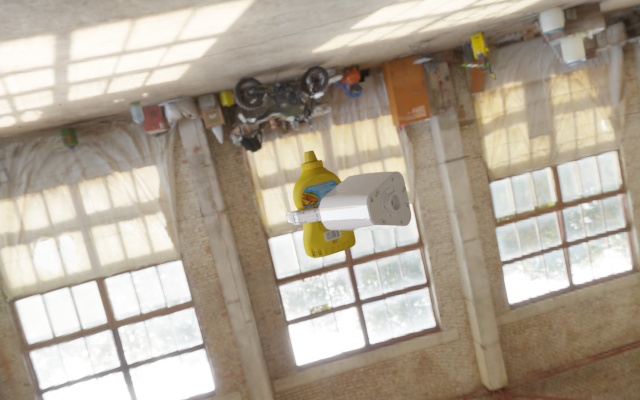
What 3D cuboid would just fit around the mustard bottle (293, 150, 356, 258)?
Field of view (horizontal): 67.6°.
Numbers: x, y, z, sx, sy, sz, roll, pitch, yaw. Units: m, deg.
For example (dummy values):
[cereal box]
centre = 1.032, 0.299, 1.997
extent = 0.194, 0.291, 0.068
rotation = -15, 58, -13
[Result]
[mustard bottle]
centre = 0.000, 0.003, 0.878
extent = 0.096, 0.191, 0.058
rotation = -15, 7, -18
